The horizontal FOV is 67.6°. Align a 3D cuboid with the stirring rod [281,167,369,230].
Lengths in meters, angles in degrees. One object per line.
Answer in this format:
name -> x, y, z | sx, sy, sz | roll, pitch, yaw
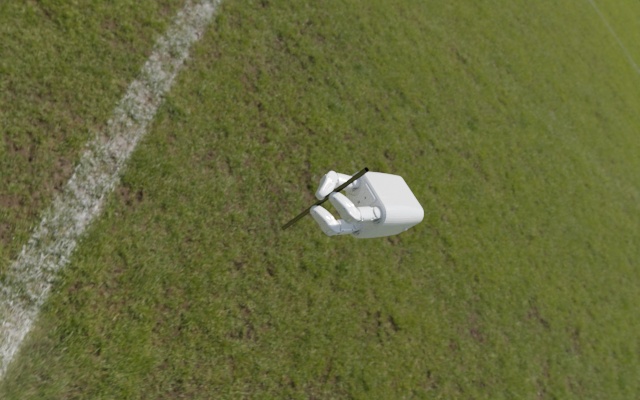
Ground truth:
stirring rod -> 0.000, 0.003, 0.797 | 0.011, 0.011, 0.240 | 0, -24, -39
